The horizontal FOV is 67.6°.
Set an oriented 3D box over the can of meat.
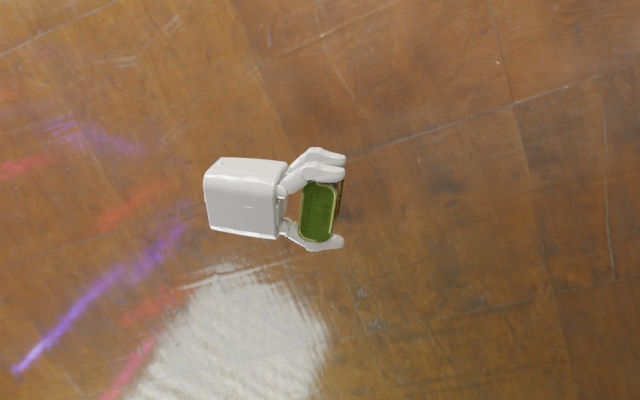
[{"bbox_3d":[0.000,0.003,0.715,0.057,0.102,0.084,10,24,5],"label":"can of meat"}]
